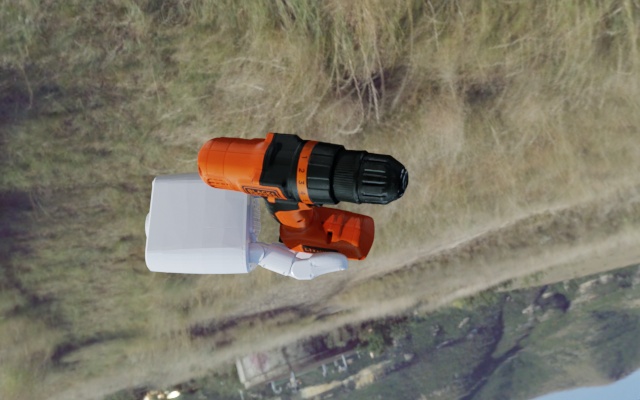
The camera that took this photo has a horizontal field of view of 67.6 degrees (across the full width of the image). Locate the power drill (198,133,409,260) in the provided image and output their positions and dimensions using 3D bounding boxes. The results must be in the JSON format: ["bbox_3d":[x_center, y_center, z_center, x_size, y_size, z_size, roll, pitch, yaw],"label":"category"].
[{"bbox_3d":[0.000,0.002,0.459,0.184,0.057,0.188,9,-22,21],"label":"power drill"}]
